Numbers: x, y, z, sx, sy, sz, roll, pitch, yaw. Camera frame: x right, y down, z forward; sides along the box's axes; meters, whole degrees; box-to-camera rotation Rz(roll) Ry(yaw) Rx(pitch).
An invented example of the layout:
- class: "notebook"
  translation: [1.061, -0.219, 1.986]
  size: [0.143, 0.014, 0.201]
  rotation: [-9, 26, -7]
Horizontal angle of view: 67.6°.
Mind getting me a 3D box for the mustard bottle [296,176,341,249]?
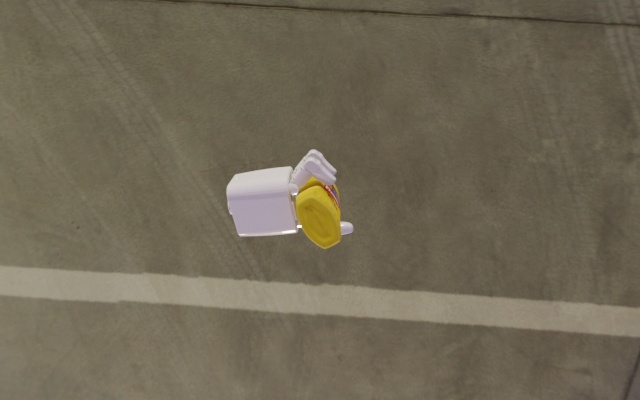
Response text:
- class: "mustard bottle"
  translation: [0.000, 0.003, 0.832]
  size: [0.058, 0.096, 0.191]
  rotation: [-29, 16, 12]
